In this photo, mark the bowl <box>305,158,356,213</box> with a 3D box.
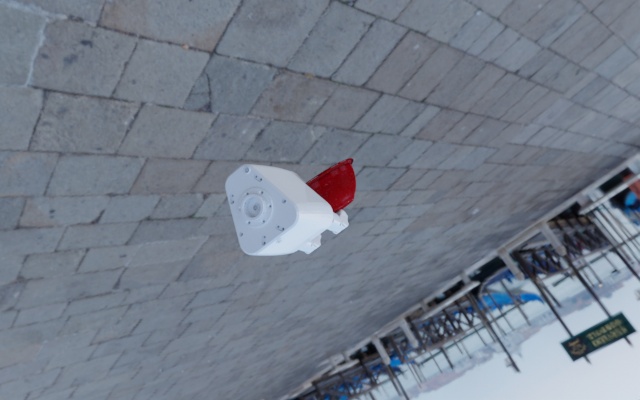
[{"bbox_3d":[0.001,0.003,0.751,0.162,0.055,0.162,-35,-5,-4],"label":"bowl"}]
